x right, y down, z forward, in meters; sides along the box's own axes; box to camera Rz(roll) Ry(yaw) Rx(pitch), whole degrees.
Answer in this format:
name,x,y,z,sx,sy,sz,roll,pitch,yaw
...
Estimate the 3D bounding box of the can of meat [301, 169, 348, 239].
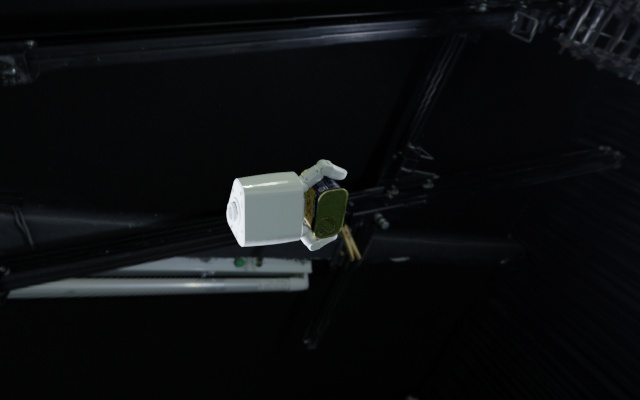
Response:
name,x,y,z,sx,sy,sz,roll,pitch,yaw
can of meat,0.000,0.003,0.853,0.057,0.102,0.084,-10,37,-25
